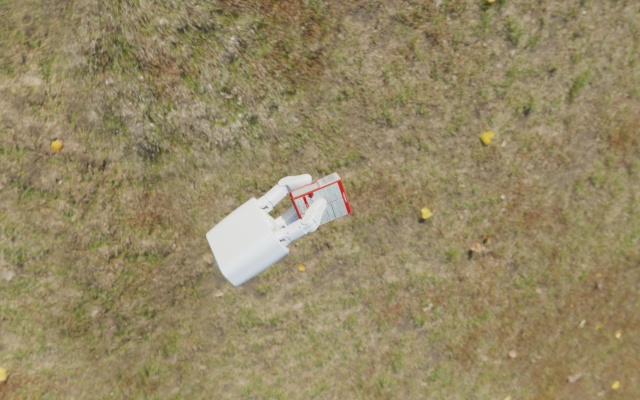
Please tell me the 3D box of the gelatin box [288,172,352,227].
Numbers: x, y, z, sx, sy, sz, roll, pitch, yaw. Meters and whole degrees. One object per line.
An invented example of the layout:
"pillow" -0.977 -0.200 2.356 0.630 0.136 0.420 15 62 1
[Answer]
"gelatin box" 0.001 0.003 0.804 0.089 0.073 0.030 -22 34 -3
